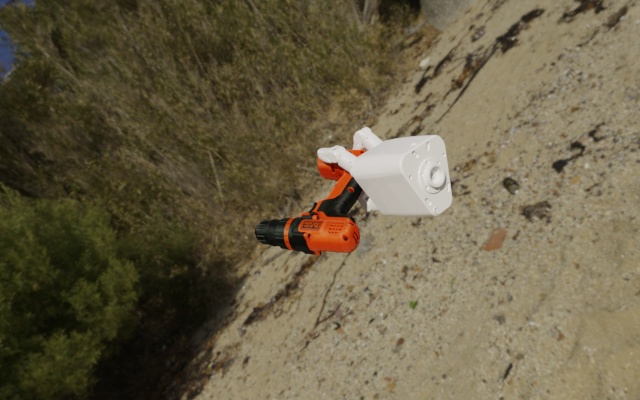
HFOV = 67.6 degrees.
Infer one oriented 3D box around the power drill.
[{"bbox_3d":[0.000,0.002,0.765,0.184,0.187,0.057,2,-39,32],"label":"power drill"}]
